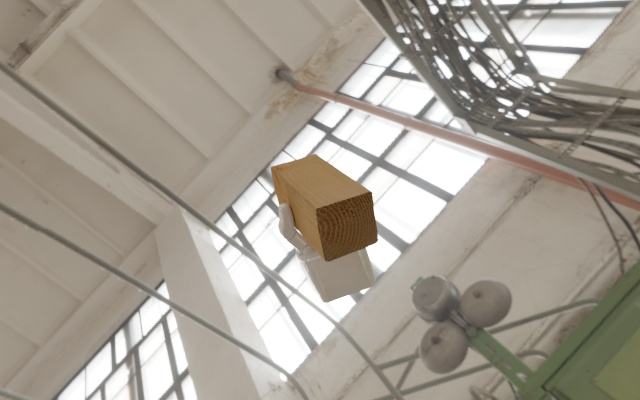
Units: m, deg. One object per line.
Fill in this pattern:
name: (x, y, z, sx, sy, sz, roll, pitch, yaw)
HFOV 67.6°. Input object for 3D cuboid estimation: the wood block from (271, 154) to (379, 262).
wood block: (0.000, 0.003, 0.766, 0.091, 0.090, 0.206, -19, 26, -17)
